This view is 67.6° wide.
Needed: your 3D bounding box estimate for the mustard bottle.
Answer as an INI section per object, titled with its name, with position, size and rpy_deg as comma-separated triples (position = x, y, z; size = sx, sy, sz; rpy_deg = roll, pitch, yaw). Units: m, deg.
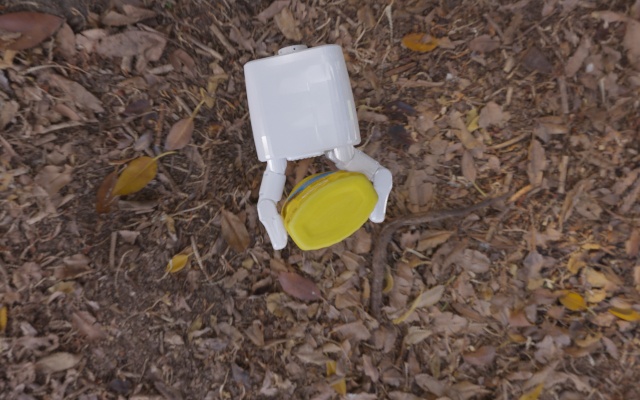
[mustard bottle]
position = 0.000, 0.002, 0.556
size = 0.096, 0.058, 0.191
rpy_deg = -36, 10, -3
